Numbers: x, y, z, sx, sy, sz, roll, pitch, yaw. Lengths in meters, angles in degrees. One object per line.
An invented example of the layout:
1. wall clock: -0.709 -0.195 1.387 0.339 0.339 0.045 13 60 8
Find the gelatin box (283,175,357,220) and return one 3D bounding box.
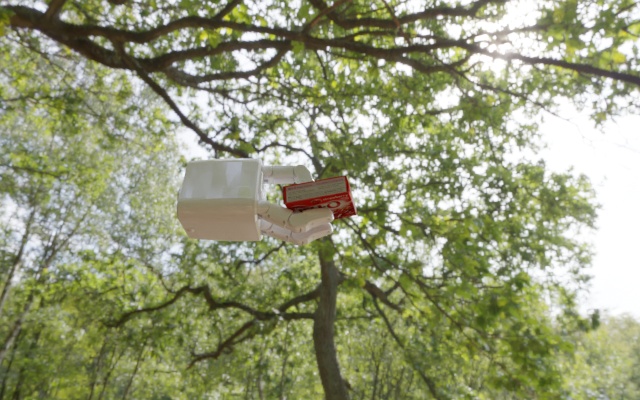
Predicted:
1. gelatin box: 0.000 0.002 0.652 0.089 0.030 0.073 -11 -28 8
